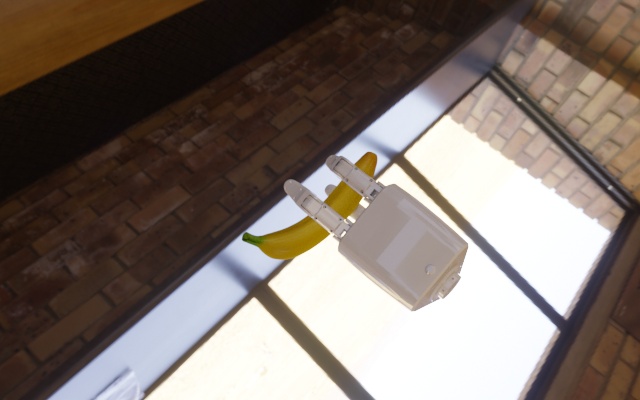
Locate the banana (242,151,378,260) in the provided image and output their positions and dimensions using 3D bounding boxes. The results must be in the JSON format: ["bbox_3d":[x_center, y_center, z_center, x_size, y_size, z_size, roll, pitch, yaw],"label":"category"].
[{"bbox_3d":[0.001,0.016,0.587,0.197,0.070,0.037,-36,51,-18],"label":"banana"}]
